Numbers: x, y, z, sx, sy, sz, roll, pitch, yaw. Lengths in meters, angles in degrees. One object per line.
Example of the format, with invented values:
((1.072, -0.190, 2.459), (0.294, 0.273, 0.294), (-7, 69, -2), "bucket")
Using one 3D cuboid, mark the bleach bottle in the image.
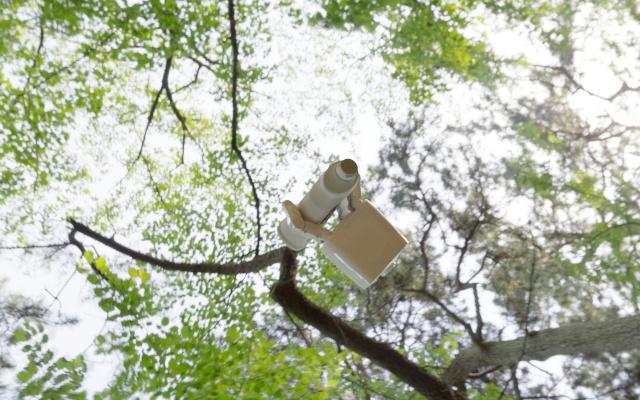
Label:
((0.000, 0.003, 0.820), (0.102, 0.068, 0.251), (-43, -5, -29), "bleach bottle")
